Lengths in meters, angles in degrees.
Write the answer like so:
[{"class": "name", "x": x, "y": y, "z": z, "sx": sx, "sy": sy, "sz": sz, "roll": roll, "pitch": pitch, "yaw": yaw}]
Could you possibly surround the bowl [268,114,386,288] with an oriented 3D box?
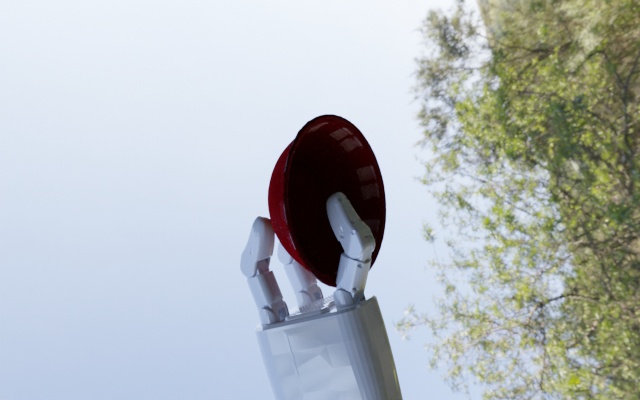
[{"class": "bowl", "x": 0.000, "y": 0.000, "z": 0.460, "sx": 0.055, "sy": 0.162, "sz": 0.162, "roll": -5, "pitch": -3, "yaw": 38}]
